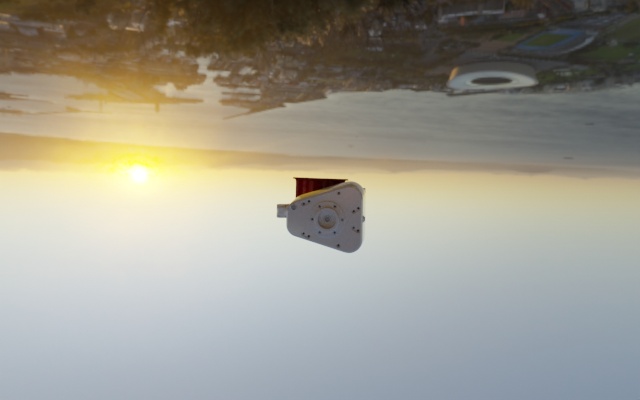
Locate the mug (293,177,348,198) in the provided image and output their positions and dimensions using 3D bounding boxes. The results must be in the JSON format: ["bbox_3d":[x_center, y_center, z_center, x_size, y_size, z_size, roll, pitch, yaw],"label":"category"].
[{"bbox_3d":[0.000,0.003,0.811,0.093,0.081,0.117,2,3,6],"label":"mug"}]
